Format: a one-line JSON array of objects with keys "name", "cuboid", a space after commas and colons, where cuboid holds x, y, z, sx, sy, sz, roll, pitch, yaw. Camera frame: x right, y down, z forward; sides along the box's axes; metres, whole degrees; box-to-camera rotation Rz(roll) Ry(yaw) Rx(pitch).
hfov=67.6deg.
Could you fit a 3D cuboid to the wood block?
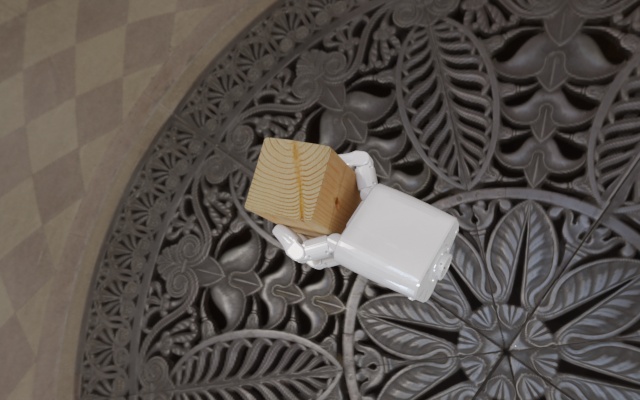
[{"name": "wood block", "cuboid": [0.000, 0.002, 0.626, 0.090, 0.091, 0.206, 11, -11, 25]}]
